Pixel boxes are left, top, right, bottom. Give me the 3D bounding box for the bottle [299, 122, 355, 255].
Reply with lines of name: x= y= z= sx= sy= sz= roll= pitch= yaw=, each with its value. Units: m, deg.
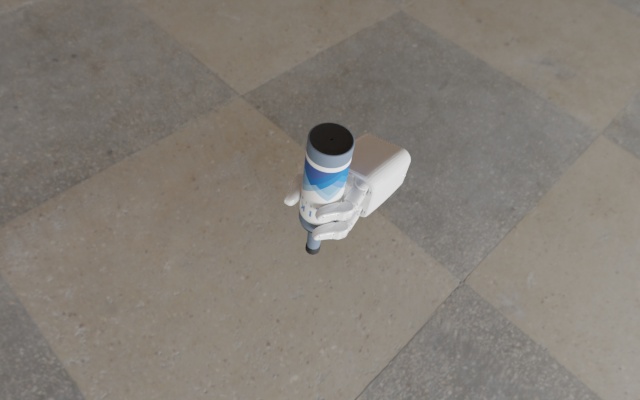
bottle: x=0.000 y=0.002 z=0.778 sx=0.069 sy=0.069 sz=0.296 roll=0 pitch=-37 yaw=-7
